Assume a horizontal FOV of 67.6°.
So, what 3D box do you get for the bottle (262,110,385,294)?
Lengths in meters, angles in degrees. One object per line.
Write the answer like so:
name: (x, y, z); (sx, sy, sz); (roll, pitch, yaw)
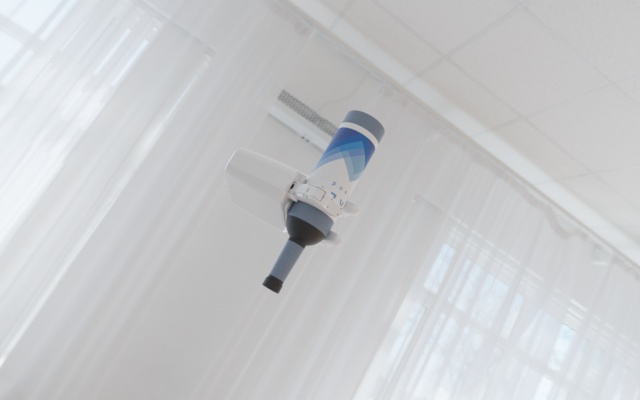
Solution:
bottle: (0.000, 0.002, 0.711); (0.069, 0.295, 0.069); (28, -15, 8)
